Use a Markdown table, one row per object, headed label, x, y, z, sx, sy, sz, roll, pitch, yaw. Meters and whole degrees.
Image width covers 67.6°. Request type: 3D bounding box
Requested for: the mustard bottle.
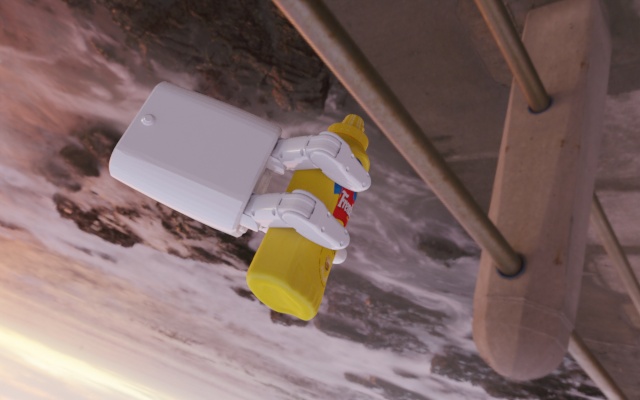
| label | x | y | z | sx | sy | sz | roll | pitch | yaw |
| --- | --- | --- | --- | --- | --- | --- | --- | --- | --- |
| mustard bottle | 0.000 | 0.002 | 0.422 | 0.058 | 0.191 | 0.096 | 13 | -27 | 19 |
